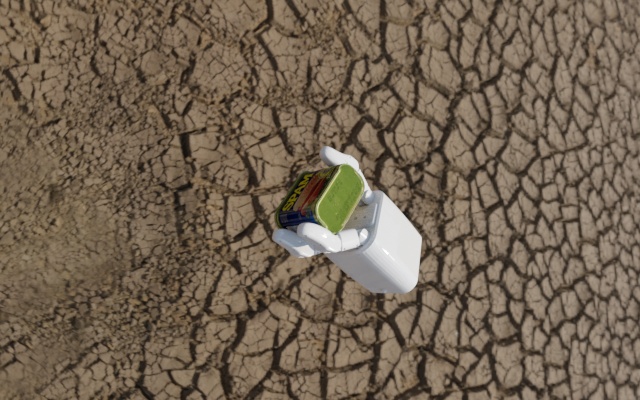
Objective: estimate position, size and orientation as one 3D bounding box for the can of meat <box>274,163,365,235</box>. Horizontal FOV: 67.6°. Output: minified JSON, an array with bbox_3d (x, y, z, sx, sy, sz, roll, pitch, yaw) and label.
[{"bbox_3d":[0.000,0.002,0.627,0.084,0.102,0.057,-11,-51,50],"label":"can of meat"}]
